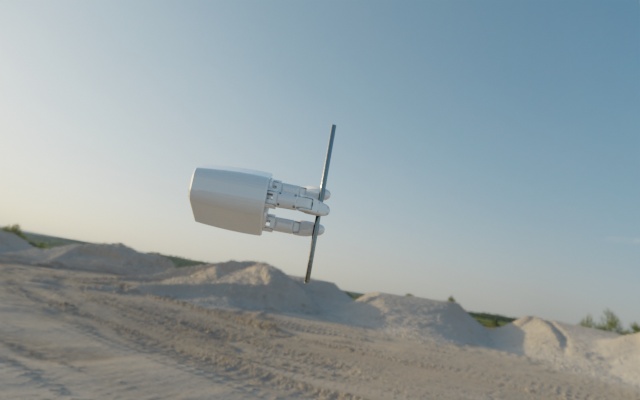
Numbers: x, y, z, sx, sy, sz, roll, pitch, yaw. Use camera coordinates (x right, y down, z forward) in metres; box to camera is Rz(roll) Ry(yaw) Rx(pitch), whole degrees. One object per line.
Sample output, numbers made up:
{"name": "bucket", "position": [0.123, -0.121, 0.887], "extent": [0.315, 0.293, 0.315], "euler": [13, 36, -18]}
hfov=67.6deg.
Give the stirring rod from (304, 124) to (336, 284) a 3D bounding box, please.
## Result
{"name": "stirring rod", "position": [0.000, 0.002, 0.707], "extent": [0.011, 0.239, 0.011], "euler": [10, -9, 2]}
